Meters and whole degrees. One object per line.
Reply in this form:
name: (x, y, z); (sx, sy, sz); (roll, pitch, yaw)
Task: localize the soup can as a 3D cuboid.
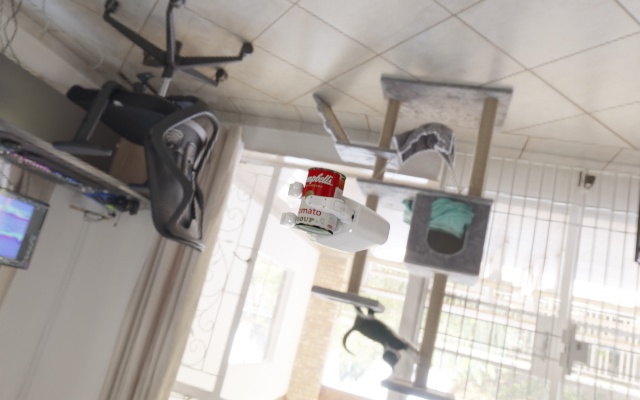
soup can: (0.000, 0.003, 0.807); (0.068, 0.102, 0.068); (13, -13, 3)
